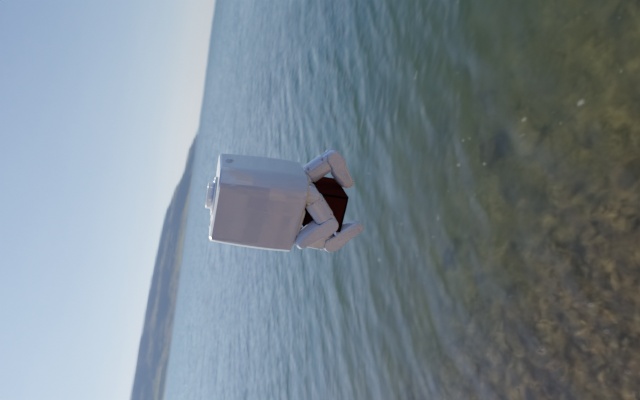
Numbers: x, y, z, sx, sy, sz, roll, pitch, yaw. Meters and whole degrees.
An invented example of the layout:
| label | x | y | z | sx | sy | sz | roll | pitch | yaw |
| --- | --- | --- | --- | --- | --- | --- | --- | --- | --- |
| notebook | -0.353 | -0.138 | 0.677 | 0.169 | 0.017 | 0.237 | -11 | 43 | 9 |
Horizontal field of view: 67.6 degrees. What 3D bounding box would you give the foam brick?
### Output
| label | x | y | z | sx | sy | sz | roll | pitch | yaw |
| --- | --- | --- | --- | --- | --- | --- | --- | --- | --- |
| foam brick | 0.000 | 0.002 | 0.651 | 0.051 | 0.053 | 0.078 | 7 | 19 | -15 |
